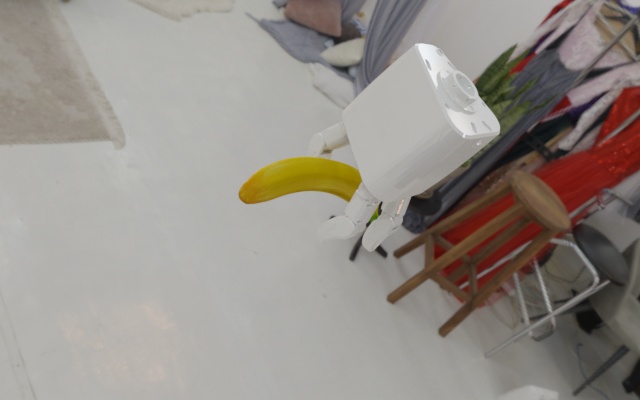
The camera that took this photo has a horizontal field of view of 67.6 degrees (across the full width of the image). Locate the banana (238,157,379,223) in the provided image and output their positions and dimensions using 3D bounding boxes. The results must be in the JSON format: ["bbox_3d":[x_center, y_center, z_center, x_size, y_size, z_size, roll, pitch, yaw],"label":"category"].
[{"bbox_3d":[0.001,-0.015,0.517,0.198,0.069,0.037,13,-30,-36],"label":"banana"}]
